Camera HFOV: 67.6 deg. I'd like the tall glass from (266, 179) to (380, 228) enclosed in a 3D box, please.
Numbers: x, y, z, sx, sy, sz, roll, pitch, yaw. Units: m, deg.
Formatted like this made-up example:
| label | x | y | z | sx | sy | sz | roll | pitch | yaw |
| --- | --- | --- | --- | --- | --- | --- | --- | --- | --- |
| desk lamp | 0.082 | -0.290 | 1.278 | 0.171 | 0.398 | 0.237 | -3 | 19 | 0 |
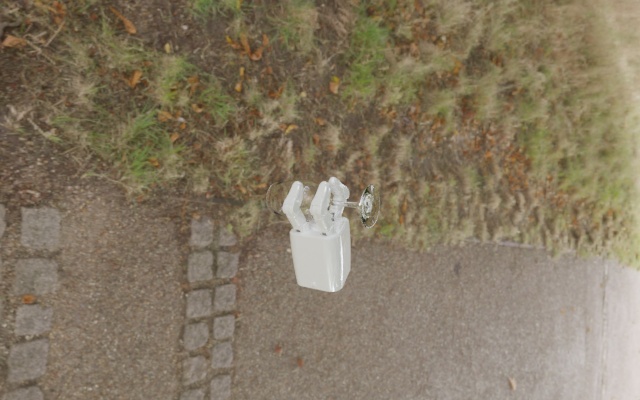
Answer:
| label | x | y | z | sx | sy | sz | roll | pitch | yaw |
| --- | --- | --- | --- | --- | --- | --- | --- | --- | --- |
| tall glass | 0.001 | 0.003 | 0.858 | 0.201 | 0.079 | 0.079 | 5 | 3 | 31 |
